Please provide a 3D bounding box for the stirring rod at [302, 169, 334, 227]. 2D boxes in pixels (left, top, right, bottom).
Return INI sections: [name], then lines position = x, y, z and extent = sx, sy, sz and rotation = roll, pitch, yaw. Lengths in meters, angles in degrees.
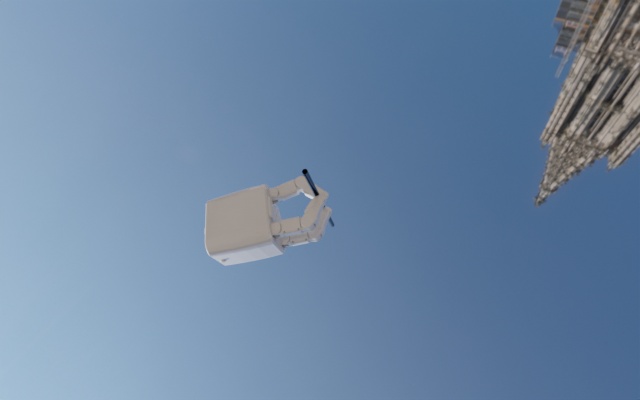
[stirring rod]
position = 0.000, 0.002, 0.768
extent = 0.011, 0.011, 0.240
rotation = 0, -21, 11
